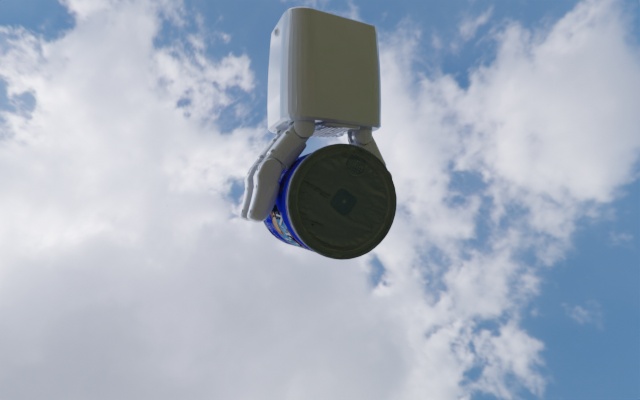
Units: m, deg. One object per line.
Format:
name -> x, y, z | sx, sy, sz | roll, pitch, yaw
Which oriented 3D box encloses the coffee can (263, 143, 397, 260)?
coffee can -> 0.000, 0.002, 0.485 | 0.103, 0.103, 0.140 | 0, -1, -18
